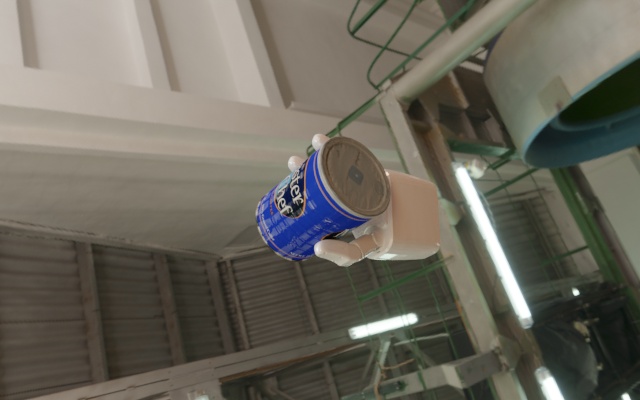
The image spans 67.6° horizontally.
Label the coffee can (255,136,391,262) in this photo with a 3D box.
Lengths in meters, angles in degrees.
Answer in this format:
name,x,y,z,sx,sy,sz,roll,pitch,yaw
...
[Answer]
name,x,y,z,sx,sy,sz,roll,pitch,yaw
coffee can,0.000,0.002,0.581,0.103,0.102,0.140,0,-26,-41
